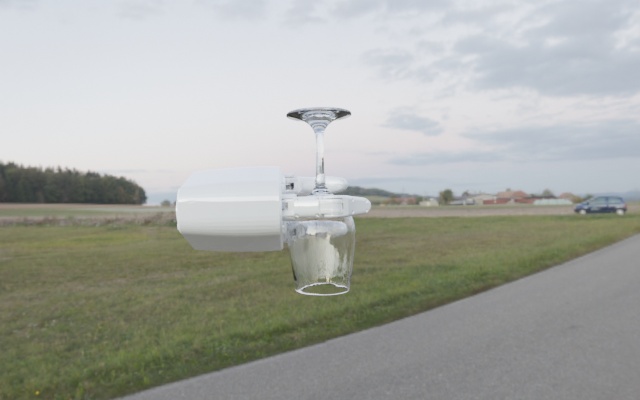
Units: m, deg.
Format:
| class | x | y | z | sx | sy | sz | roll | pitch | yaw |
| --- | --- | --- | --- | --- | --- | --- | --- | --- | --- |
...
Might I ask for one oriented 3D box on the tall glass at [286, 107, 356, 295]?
| class | x | y | z | sx | sy | sz | roll | pitch | yaw |
| --- | --- | --- | --- | --- | --- | --- | --- | --- | --- |
| tall glass | 0.000 | 0.001 | 0.539 | 0.079 | 0.201 | 0.079 | -2 | -1 | 0 |
